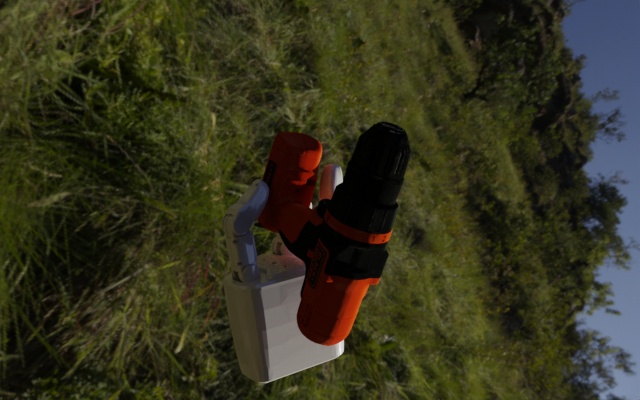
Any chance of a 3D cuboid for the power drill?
[{"bbox_3d":[0.000,0.001,0.422,0.057,0.184,0.187,10,20,-25],"label":"power drill"}]
